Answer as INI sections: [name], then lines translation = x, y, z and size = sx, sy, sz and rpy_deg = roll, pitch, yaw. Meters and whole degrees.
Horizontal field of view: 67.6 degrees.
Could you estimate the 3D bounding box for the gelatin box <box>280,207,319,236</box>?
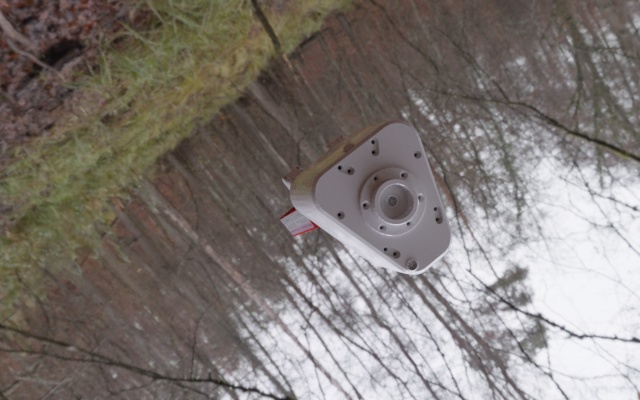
[gelatin box]
translation = 0.000, 0.002, 0.515
size = 0.073, 0.030, 0.089
rpy_deg = -40, 3, -20
